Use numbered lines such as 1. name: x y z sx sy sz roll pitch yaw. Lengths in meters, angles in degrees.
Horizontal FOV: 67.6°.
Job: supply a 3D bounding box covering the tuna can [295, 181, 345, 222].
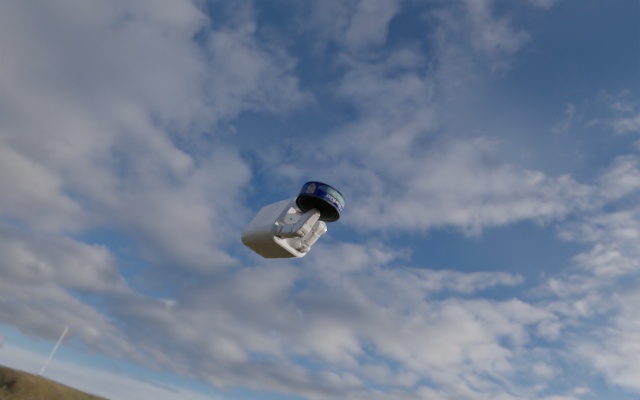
1. tuna can: 0.000 0.002 0.869 0.086 0.033 0.086 18 -29 10
